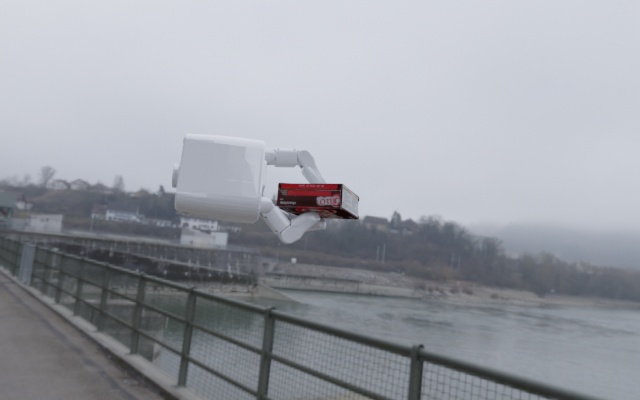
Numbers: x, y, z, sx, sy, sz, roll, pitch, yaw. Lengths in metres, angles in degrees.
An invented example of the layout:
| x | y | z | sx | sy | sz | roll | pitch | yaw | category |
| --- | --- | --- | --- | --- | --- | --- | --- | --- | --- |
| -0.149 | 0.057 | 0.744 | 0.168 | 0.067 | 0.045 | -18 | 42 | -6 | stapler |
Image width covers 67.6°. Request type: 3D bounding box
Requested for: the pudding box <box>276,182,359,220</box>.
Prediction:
| x | y | z | sx | sy | sz | roll | pitch | yaw | category |
| --- | --- | --- | --- | --- | --- | --- | --- | --- | --- |
| 0.000 | 0.002 | 0.663 | 0.090 | 0.039 | 0.113 | 2 | -6 | 17 | pudding box |
